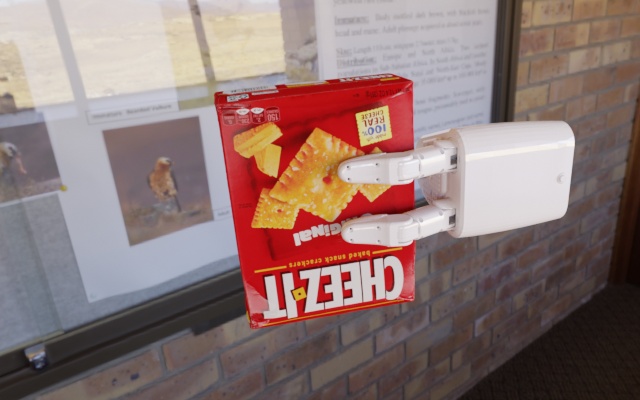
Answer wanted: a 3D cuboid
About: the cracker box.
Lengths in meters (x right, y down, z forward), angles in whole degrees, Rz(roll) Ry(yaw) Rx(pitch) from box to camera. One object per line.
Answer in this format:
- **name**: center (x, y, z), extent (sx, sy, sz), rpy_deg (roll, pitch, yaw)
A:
- **cracker box**: center (0.000, 0.001, 0.439), extent (0.164, 0.214, 0.072), rpy_deg (-8, 21, -8)
